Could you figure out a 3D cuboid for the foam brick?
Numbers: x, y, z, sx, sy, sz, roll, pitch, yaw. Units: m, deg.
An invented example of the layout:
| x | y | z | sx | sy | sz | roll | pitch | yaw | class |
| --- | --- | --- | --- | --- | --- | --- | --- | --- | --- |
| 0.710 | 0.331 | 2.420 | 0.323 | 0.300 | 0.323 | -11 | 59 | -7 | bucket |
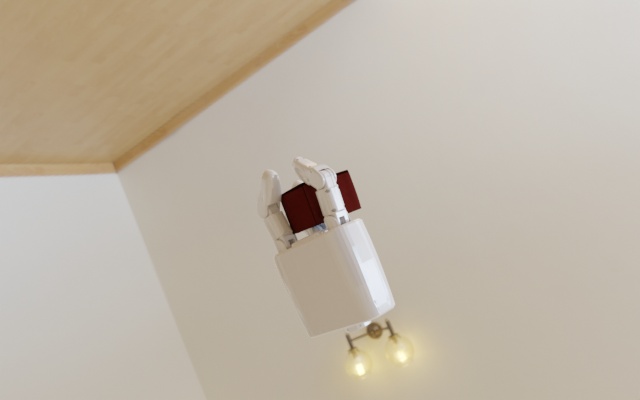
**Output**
| x | y | z | sx | sy | sz | roll | pitch | yaw | class |
| --- | --- | --- | --- | --- | --- | --- | --- | --- | --- |
| 0.000 | 0.002 | 0.578 | 0.078 | 0.051 | 0.053 | -19 | -5 | -39 | foam brick |
